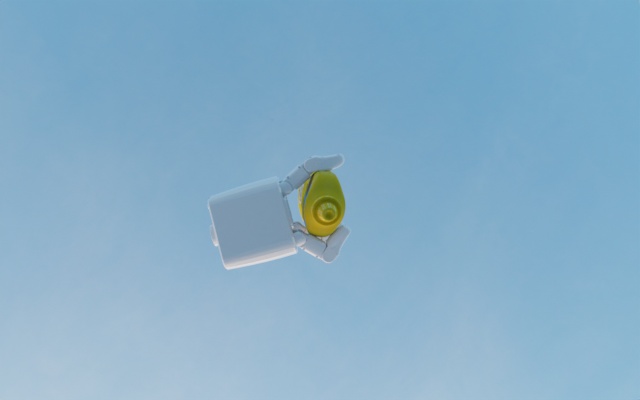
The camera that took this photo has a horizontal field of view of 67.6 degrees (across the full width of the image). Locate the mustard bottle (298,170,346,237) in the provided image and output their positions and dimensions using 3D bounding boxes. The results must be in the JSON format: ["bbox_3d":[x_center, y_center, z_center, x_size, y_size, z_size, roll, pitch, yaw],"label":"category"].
[{"bbox_3d":[0.000,0.002,0.710,0.058,0.096,0.191,9,9,-7],"label":"mustard bottle"}]
